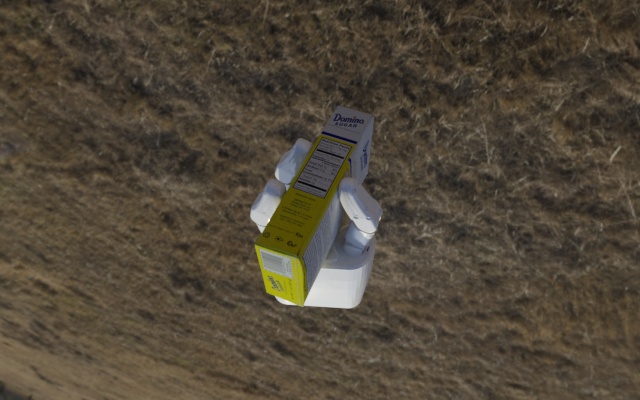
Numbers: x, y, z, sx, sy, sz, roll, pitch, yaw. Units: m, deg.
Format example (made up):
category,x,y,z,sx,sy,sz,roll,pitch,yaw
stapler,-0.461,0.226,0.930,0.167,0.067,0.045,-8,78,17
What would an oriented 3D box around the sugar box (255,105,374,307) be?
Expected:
category,x,y,z,sx,sy,sz,roll,pitch,yaw
sugar box,0.000,0.001,0.458,0.048,0.176,0.093,17,-35,13
